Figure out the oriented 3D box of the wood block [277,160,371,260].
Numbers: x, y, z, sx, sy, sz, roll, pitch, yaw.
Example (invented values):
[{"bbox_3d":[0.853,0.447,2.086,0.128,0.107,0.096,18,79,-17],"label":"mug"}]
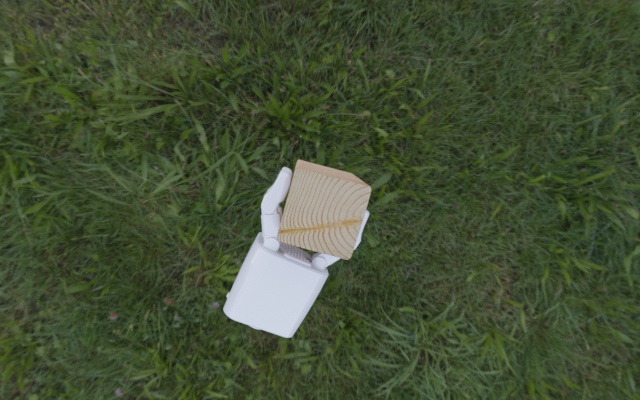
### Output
[{"bbox_3d":[0.000,0.003,0.638,0.091,0.090,0.206,15,7,-4],"label":"wood block"}]
